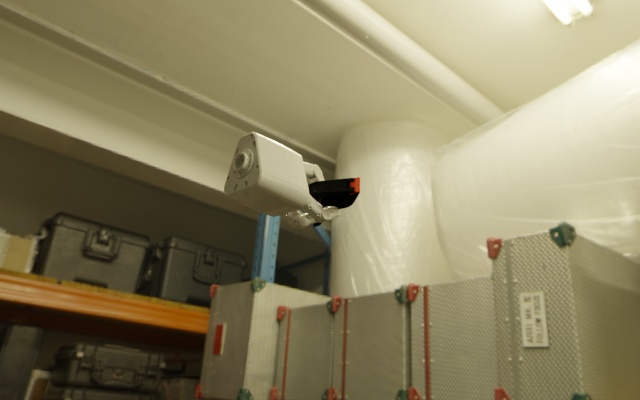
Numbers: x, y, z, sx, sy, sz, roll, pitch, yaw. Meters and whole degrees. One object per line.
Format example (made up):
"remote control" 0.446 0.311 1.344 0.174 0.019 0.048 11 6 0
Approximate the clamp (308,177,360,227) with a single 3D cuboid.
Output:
"clamp" 0.000 0.002 0.879 0.210 0.036 0.164 -17 -27 39
